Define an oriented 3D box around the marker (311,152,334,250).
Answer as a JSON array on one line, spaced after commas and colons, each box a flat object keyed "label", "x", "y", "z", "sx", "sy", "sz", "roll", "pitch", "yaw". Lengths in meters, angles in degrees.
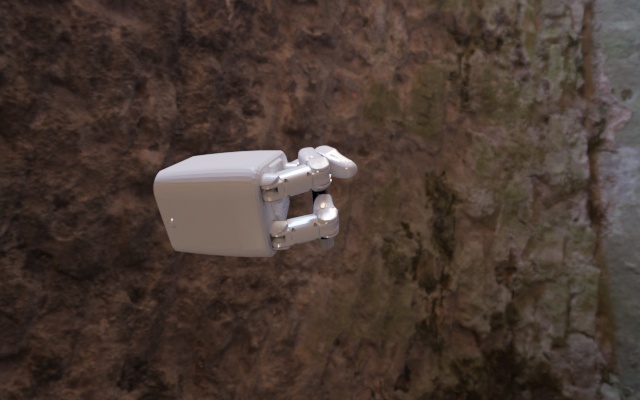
[{"label": "marker", "x": 0.000, "y": 0.002, "z": 0.532, "sx": 0.020, "sy": 0.121, "sz": 0.020, "roll": -5, "pitch": 32, "yaw": 3}]
